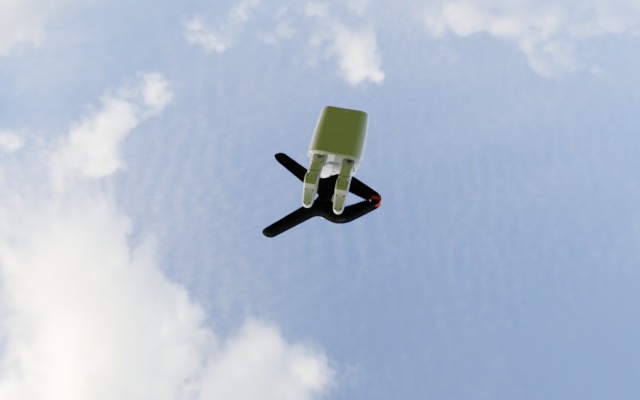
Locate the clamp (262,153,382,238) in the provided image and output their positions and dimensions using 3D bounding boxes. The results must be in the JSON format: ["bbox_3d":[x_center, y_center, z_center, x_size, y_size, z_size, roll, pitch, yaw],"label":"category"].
[{"bbox_3d":[0.001,0.003,0.849,0.210,0.164,0.036,10,-21,8],"label":"clamp"}]
